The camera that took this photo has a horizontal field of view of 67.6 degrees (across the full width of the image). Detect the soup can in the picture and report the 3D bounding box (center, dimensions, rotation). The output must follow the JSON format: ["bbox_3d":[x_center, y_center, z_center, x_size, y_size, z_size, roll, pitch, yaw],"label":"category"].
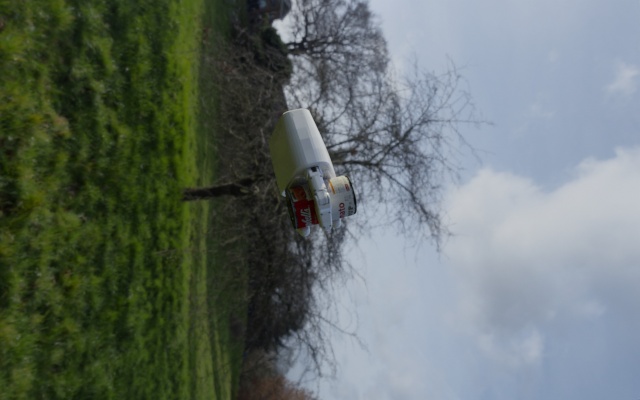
[{"bbox_3d":[0.001,0.003,0.771,0.102,0.068,0.068,-13,2,-10],"label":"soup can"}]
